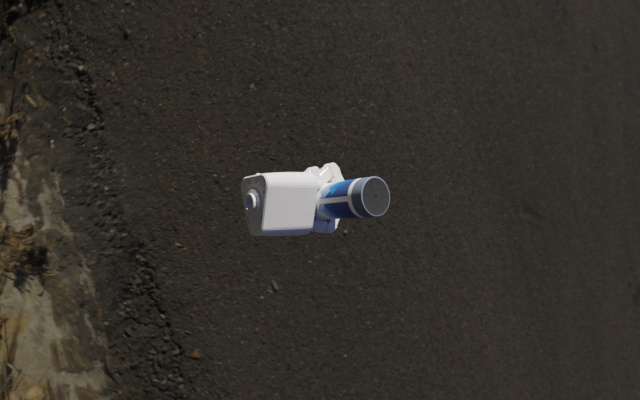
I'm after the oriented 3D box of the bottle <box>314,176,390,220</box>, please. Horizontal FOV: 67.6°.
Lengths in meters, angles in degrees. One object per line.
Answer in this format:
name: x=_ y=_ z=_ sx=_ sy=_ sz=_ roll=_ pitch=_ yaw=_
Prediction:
bottle: x=0.000 y=0.003 z=0.895 sx=0.069 sy=0.069 sz=0.296 roll=0 pitch=-4 yaw=-38
